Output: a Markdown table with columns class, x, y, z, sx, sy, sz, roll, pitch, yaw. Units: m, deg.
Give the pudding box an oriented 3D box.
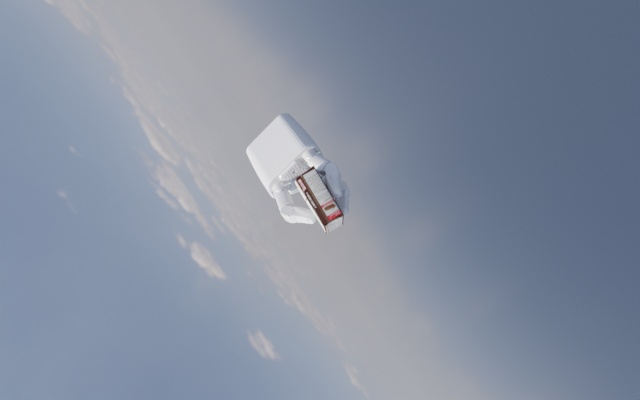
| class | x | y | z | sx | sy | sz | roll | pitch | yaw |
| --- | --- | --- | --- | --- | --- | --- | --- | --- | --- |
| pudding box | 0.000 | 0.003 | 0.758 | 0.039 | 0.090 | 0.113 | -32 | -9 | -1 |
